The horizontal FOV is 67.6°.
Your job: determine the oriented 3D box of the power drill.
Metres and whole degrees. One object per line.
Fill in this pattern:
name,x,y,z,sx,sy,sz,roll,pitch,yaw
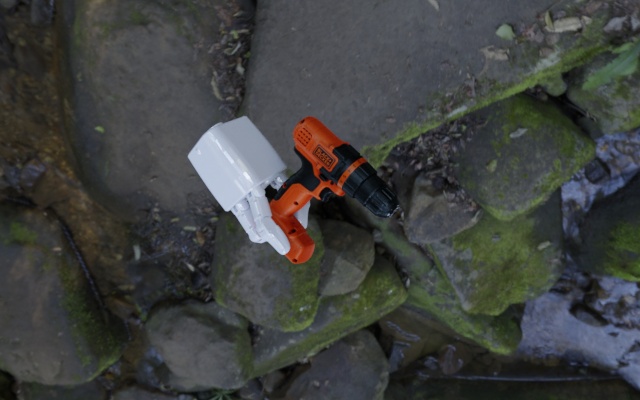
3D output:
power drill,0.000,0.002,0.685,0.184,0.188,0.057,46,28,17
